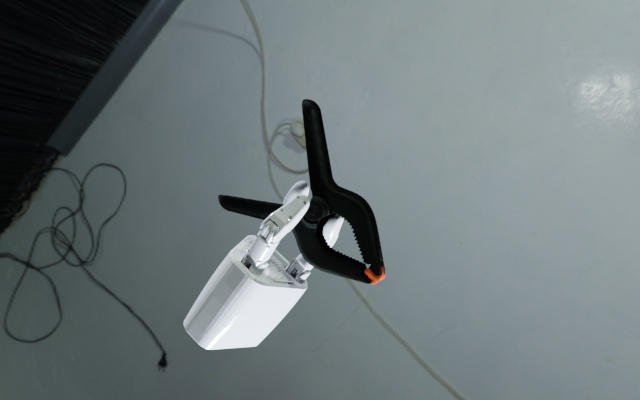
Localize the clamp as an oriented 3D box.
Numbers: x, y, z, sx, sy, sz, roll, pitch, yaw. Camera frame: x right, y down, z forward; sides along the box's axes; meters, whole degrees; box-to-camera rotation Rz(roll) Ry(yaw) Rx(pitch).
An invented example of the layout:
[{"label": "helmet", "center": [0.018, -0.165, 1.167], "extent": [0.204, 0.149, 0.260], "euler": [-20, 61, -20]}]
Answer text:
[{"label": "clamp", "center": [0.000, 0.002, 0.526], "extent": [0.210, 0.164, 0.036], "euler": [41, 14, 16]}]
